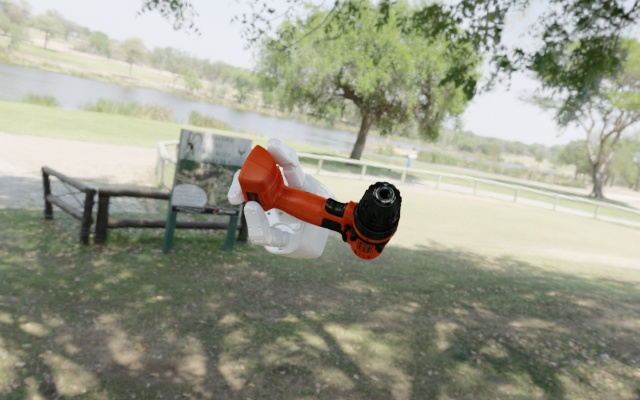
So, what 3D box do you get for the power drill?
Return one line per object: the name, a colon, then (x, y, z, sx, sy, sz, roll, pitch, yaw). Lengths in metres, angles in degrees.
power drill: (0.000, 0.002, 0.558, 0.187, 0.057, 0.184, 24, -21, 9)
